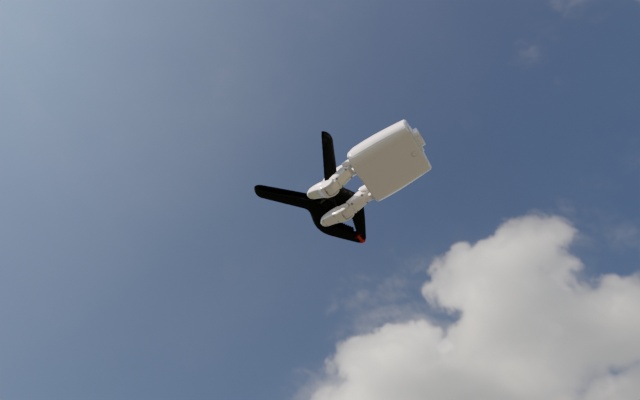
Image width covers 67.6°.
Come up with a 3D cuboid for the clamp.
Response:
[{"bbox_3d":[0.001,0.003,0.826,0.164,0.210,0.036,-30,24,18],"label":"clamp"}]
